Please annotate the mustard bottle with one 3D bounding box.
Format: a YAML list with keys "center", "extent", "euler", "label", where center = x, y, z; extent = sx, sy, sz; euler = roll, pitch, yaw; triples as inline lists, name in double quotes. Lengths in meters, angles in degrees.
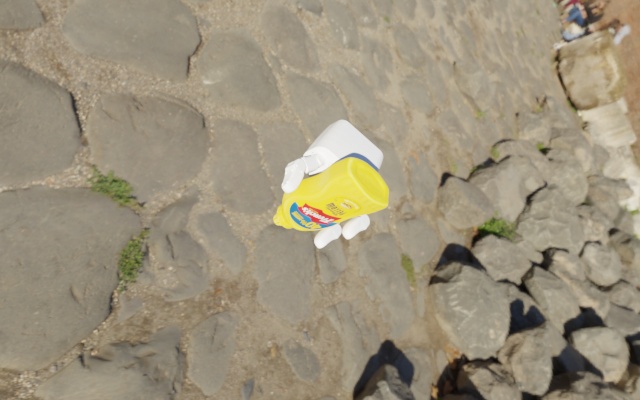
- center: [0.000, 0.003, 0.718]
  extent: [0.192, 0.058, 0.096]
  euler: [-22, -42, 37]
  label: "mustard bottle"
